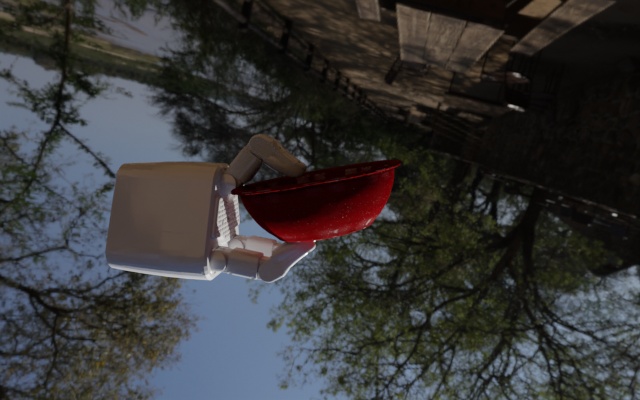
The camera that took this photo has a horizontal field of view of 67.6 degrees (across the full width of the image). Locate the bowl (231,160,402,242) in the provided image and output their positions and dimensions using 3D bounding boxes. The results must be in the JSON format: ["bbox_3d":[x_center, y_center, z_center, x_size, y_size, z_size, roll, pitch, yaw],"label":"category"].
[{"bbox_3d":[0.001,0.002,0.452,0.162,0.055,0.162,-10,6,1],"label":"bowl"}]
